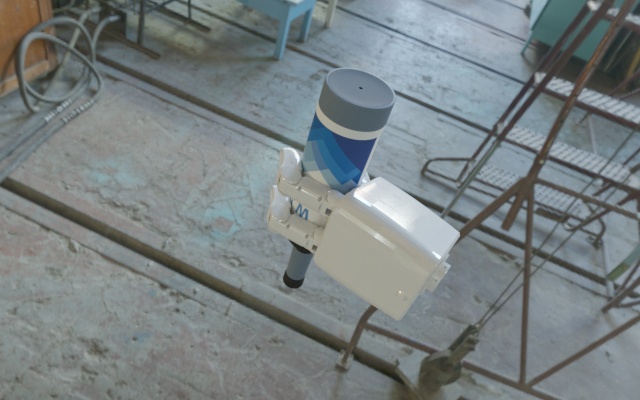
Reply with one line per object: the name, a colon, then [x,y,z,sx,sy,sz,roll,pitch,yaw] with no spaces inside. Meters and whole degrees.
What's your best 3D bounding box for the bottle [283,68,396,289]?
bottle: [0.000,0.001,0.525,0.069,0.069,0.296,0,-44,-20]
